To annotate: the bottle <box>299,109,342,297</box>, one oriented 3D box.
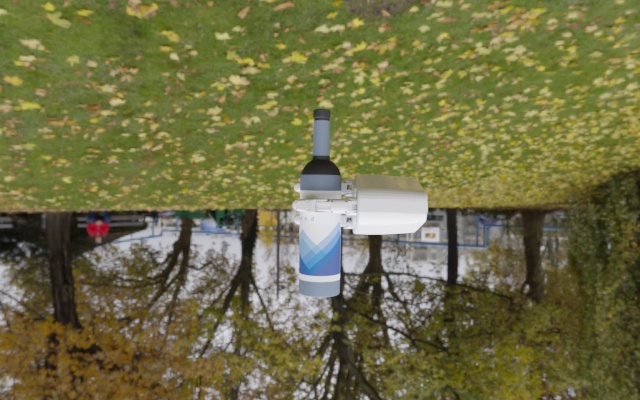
[{"bbox_3d":[0.000,0.003,0.769,0.069,0.296,0.069,1,2,0],"label":"bottle"}]
